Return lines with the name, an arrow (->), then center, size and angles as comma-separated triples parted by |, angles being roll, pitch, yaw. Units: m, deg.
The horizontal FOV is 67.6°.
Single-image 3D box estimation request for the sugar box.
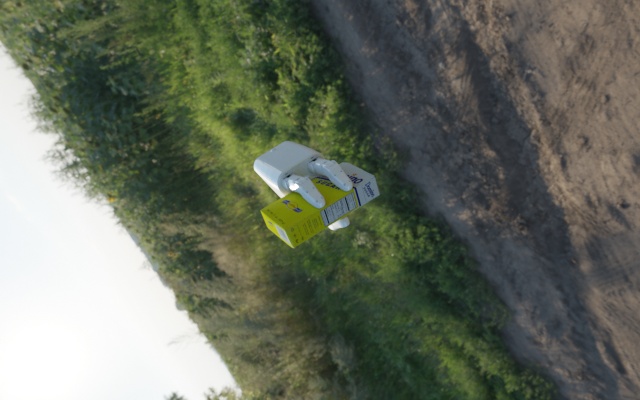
sugar box -> 0.000, 0.002, 0.785 | 0.176, 0.048, 0.093 | -34, 35, -18
